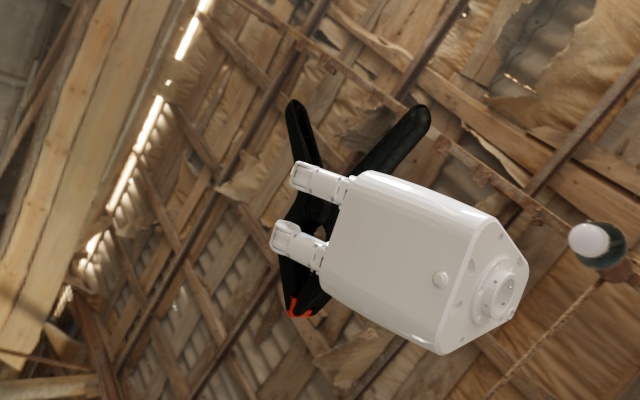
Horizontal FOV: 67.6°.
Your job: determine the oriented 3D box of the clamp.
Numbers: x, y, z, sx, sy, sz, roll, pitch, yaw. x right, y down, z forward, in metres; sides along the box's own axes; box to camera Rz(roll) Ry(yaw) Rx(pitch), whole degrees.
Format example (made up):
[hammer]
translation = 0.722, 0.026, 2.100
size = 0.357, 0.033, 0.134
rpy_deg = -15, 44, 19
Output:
[clamp]
translation = 0.001, 0.002, 0.442
size = 0.036, 0.210, 0.164
rpy_deg = 15, 6, -46
